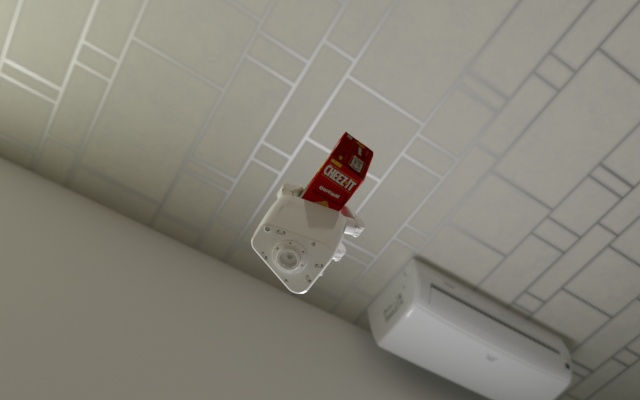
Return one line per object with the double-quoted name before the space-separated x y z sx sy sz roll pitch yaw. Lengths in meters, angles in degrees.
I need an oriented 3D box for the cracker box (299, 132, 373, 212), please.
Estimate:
"cracker box" 0.000 0.003 0.815 0.072 0.214 0.164 35 23 -3
